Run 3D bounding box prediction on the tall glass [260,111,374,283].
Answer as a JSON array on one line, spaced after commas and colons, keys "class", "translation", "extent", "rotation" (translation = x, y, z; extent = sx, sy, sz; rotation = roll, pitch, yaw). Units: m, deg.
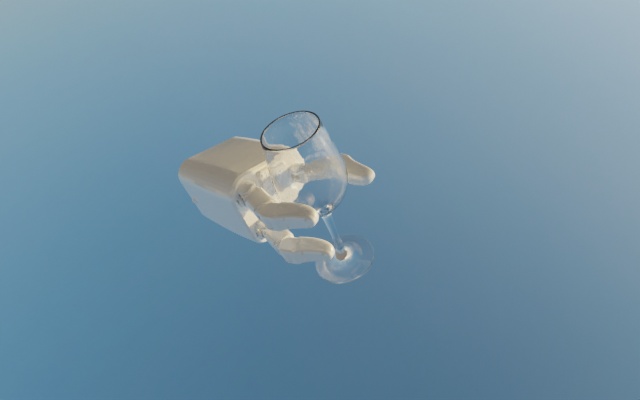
[{"class": "tall glass", "translation": [0.000, 0.002, 0.521], "extent": [0.079, 0.079, 0.201], "rotation": [0, -44, 24]}]
